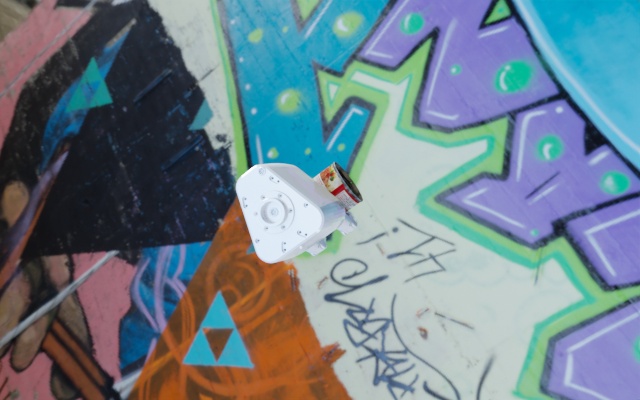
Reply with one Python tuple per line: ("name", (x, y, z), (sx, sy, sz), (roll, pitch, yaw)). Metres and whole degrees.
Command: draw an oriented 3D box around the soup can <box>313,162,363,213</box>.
("soup can", (0.000, 0.002, 0.682), (0.102, 0.068, 0.068), (-36, -9, 13))
